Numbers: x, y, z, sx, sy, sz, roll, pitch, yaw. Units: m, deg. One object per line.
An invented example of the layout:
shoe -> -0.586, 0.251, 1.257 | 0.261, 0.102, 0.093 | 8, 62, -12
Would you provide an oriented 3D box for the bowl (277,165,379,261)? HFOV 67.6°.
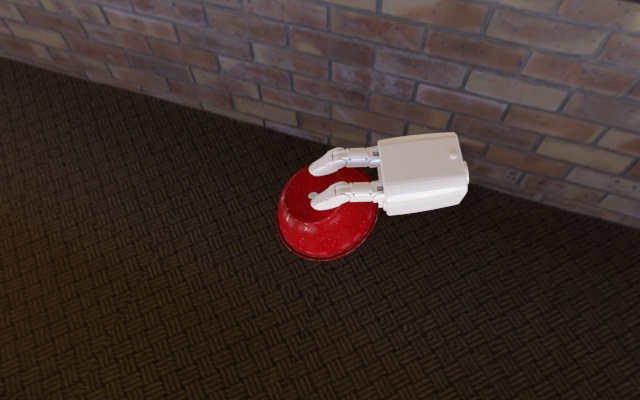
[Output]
bowl -> -0.001, 0.003, 0.691 | 0.162, 0.162, 0.055 | 0, -25, 22
